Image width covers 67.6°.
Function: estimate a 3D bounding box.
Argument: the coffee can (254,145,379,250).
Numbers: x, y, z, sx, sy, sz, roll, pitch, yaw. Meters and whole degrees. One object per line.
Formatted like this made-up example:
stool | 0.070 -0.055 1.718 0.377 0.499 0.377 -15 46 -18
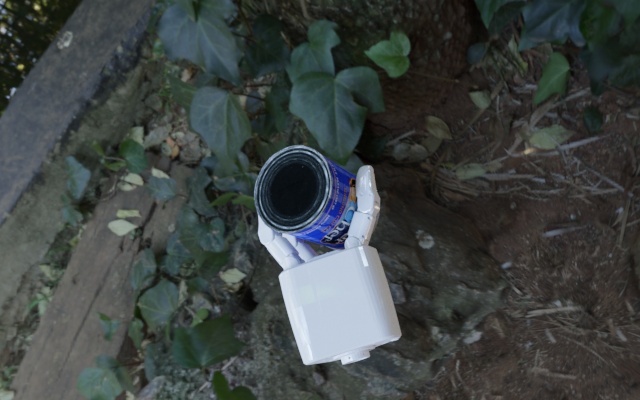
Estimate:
coffee can | 0.000 0.002 0.592 0.103 0.102 0.140 0 -13 29
